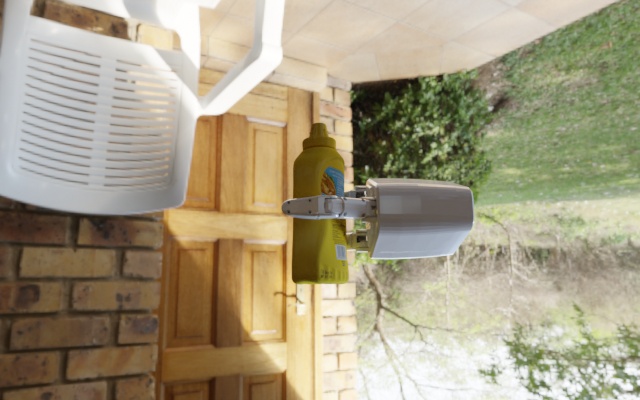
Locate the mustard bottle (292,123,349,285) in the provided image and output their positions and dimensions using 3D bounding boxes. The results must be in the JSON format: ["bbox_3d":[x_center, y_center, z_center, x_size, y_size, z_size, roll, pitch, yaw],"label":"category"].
[{"bbox_3d":[0.000,0.002,0.563,0.058,0.191,0.096,-5,-11,23],"label":"mustard bottle"}]
